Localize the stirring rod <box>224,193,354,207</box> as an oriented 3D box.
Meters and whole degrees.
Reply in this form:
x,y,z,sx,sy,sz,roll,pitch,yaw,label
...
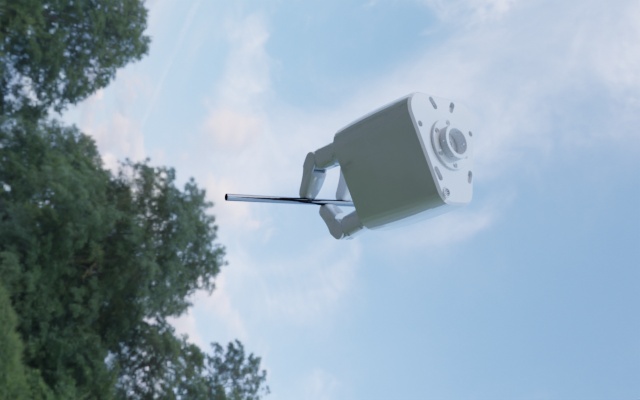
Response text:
x,y,z,sx,sy,sz,roll,pitch,yaw,label
0.000,0.002,0.559,0.239,0.011,0.011,3,-2,-37,stirring rod
